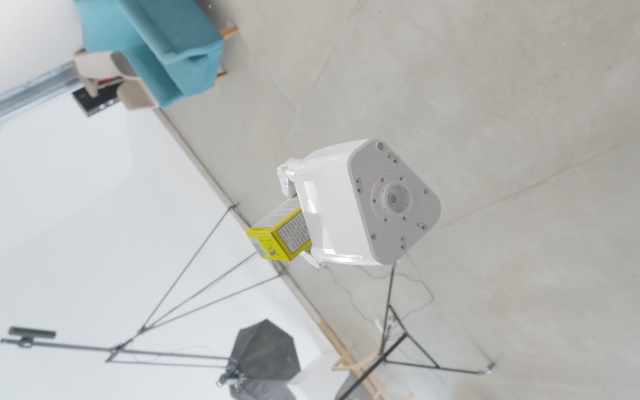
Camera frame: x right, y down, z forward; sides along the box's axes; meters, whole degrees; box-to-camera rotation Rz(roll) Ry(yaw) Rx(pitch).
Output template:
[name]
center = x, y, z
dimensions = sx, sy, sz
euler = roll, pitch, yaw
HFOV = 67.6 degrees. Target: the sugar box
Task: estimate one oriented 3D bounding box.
[sugar box]
center = 0.000, 0.002, 0.572
dimensions = 0.176, 0.048, 0.093
euler = -37, 13, -24
